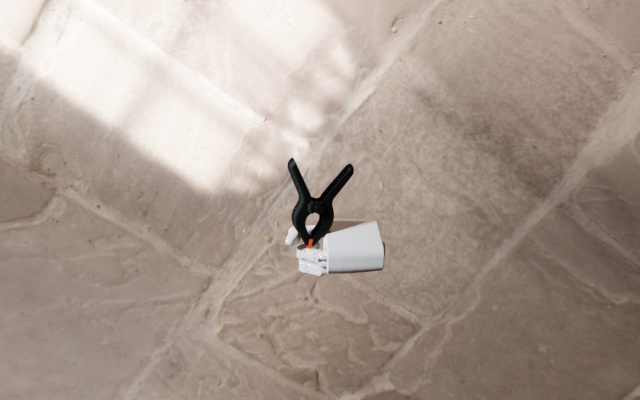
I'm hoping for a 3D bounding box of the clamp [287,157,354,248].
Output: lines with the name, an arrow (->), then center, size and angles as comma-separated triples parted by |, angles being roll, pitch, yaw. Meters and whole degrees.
clamp -> 0.000, 0.003, 0.870 | 0.120, 0.171, 0.039 | -1, 22, -6
